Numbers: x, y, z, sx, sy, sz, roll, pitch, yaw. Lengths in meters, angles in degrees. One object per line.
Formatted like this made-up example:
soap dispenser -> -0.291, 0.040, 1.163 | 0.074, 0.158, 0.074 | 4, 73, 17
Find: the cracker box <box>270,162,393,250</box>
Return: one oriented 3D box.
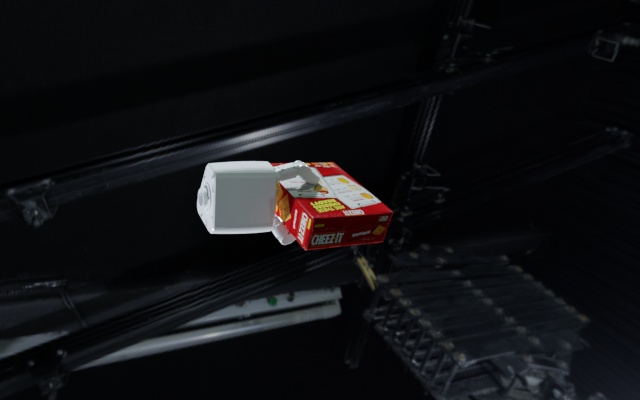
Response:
cracker box -> 0.000, 0.003, 0.872 | 0.164, 0.072, 0.213 | -3, 30, -31
